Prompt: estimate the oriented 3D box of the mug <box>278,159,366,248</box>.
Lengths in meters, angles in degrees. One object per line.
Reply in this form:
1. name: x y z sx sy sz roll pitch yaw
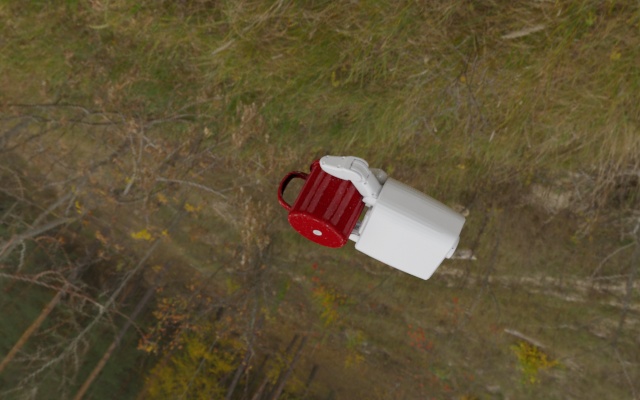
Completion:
1. mug: -0.001 0.002 0.610 0.117 0.081 0.093 25 -24 8
